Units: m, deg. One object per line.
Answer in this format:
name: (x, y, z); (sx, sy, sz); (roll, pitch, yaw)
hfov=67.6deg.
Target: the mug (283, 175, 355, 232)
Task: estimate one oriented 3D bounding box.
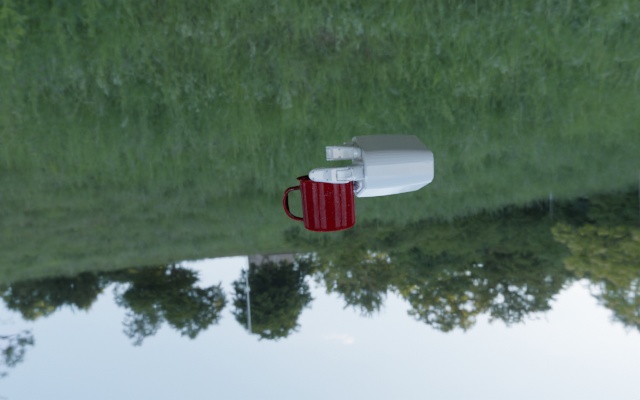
mug: (-0.001, 0.003, 0.744); (0.117, 0.081, 0.093); (-5, 9, -4)
